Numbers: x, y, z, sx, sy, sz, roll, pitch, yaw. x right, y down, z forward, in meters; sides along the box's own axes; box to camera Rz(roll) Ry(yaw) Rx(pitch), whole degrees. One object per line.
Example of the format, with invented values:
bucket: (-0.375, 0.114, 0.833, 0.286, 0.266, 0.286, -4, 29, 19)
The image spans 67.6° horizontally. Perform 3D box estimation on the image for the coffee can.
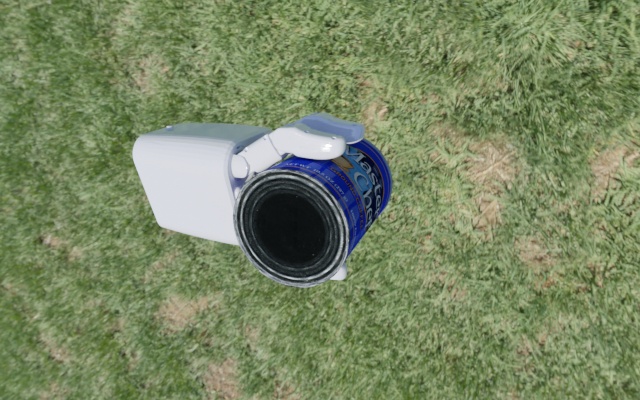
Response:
coffee can: (0.000, 0.001, 0.440, 0.103, 0.103, 0.140, 0, 19, 23)
